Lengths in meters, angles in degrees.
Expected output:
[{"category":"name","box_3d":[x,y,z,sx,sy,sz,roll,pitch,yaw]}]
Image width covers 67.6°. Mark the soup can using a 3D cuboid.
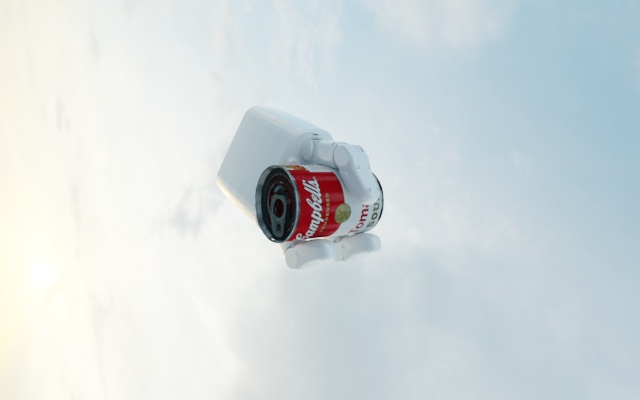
[{"category":"soup can","box_3d":[0.001,0.002,0.442,0.102,0.068,0.068,-3,2,-38]}]
